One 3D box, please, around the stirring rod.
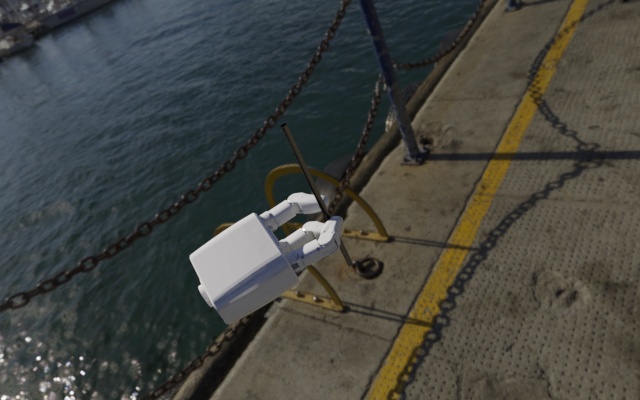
[{"bbox_3d":[0.000,0.002,0.627,0.011,0.240,0.011,-17,34,12],"label":"stirring rod"}]
